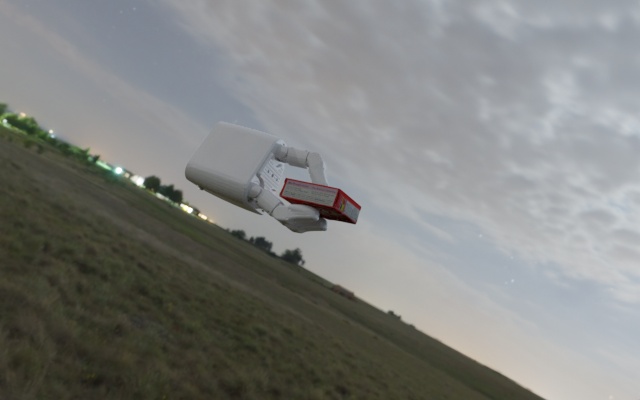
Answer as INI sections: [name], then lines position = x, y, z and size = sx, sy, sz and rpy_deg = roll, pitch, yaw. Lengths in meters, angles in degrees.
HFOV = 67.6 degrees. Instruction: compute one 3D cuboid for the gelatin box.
[gelatin box]
position = 0.001, 0.002, 0.645
size = 0.089, 0.030, 0.073
rpy_deg = 11, -14, 31
